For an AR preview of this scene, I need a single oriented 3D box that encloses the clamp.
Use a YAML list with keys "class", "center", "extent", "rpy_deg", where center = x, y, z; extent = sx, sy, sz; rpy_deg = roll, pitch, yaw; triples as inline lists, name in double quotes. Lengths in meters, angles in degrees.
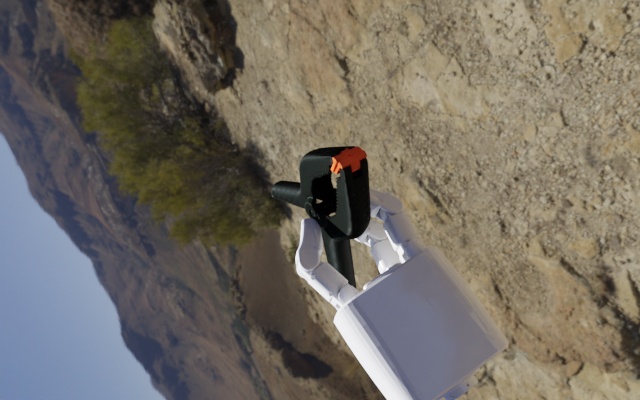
- class: "clamp"
  center: [0.000, 0.002, 0.490]
  extent: [0.036, 0.164, 0.210]
  rpy_deg: [-28, -24, -22]
